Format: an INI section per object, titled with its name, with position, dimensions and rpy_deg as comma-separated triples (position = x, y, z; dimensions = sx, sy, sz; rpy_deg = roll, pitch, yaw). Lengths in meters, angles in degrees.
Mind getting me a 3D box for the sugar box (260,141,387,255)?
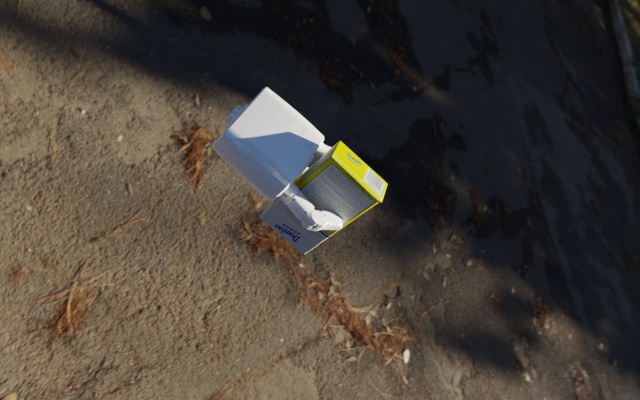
[sugar box]
position = 0.000, 0.002, 0.678
dimensions = 0.176, 0.093, 0.048
rpy_deg = -36, 18, 42
